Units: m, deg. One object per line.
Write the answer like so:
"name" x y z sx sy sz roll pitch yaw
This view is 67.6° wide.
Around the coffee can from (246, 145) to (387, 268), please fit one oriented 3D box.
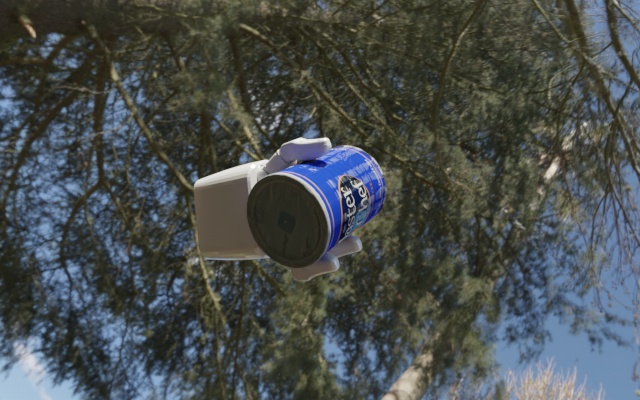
"coffee can" 0.000 0.002 0.543 0.103 0.103 0.140 0 17 33
